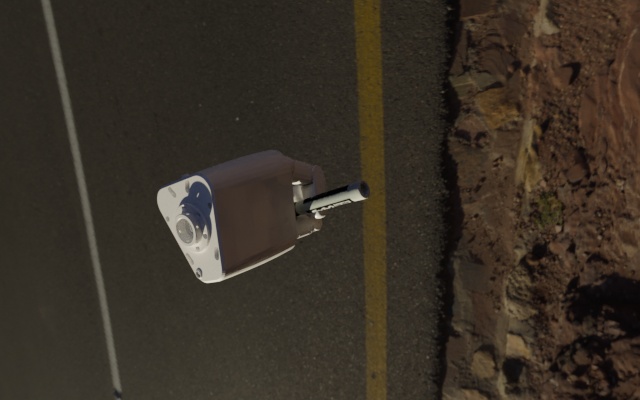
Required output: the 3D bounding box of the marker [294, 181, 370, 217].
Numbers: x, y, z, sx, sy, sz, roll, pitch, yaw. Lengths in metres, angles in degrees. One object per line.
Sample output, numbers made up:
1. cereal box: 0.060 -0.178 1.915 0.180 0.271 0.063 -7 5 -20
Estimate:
1. marker: 0.000 0.002 0.517 0.121 0.020 0.020 -16 -11 40
